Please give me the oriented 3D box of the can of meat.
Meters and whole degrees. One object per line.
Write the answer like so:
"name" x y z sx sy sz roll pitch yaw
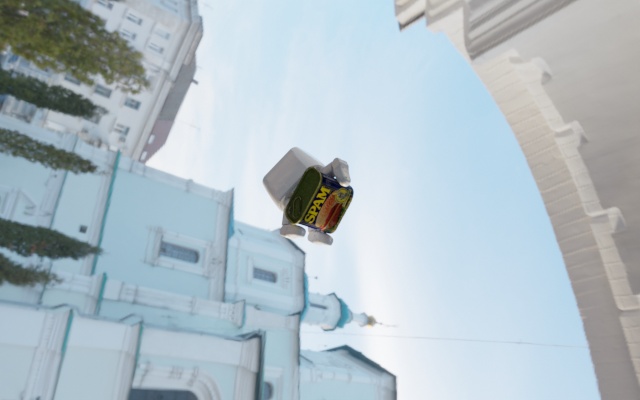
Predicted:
"can of meat" 0.000 0.003 0.838 0.084 0.102 0.057 21 14 -35
